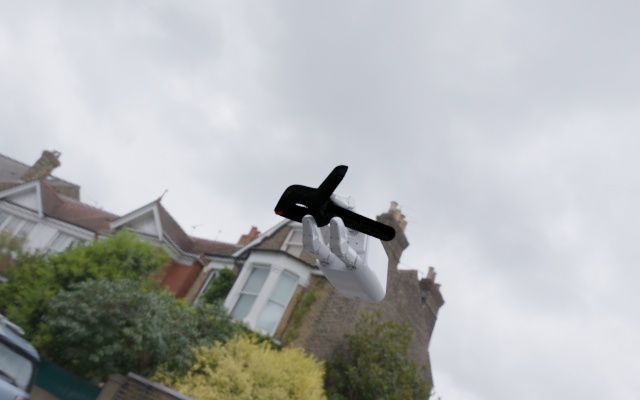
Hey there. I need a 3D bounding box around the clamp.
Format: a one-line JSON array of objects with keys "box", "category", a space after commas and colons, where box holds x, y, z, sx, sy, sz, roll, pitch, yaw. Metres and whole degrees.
[{"box": [0.000, 0.002, 0.760, 0.210, 0.036, 0.165, 4, -38, 36], "category": "clamp"}]
